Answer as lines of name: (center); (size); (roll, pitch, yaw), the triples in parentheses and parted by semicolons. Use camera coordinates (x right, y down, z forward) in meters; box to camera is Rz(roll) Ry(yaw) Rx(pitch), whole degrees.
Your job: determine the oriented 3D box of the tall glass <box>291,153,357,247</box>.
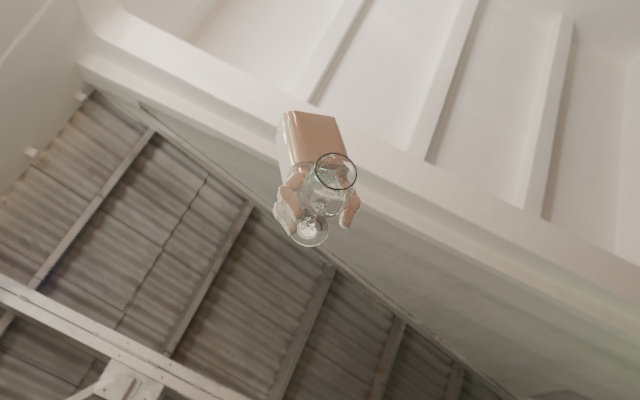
tall glass: (0.000, 0.003, 0.759); (0.079, 0.079, 0.201); (0, -26, -15)
